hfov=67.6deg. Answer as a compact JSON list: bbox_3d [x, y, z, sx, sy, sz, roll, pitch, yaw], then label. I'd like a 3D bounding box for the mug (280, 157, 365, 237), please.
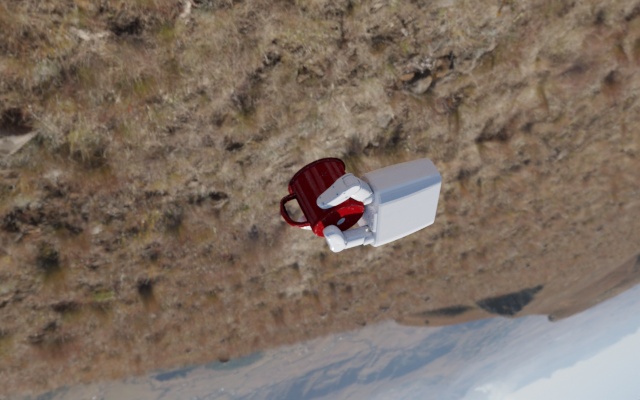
[{"bbox_3d":[-0.001,0.003,0.681,0.117,0.081,0.093,-19,-29,-16],"label":"mug"}]
